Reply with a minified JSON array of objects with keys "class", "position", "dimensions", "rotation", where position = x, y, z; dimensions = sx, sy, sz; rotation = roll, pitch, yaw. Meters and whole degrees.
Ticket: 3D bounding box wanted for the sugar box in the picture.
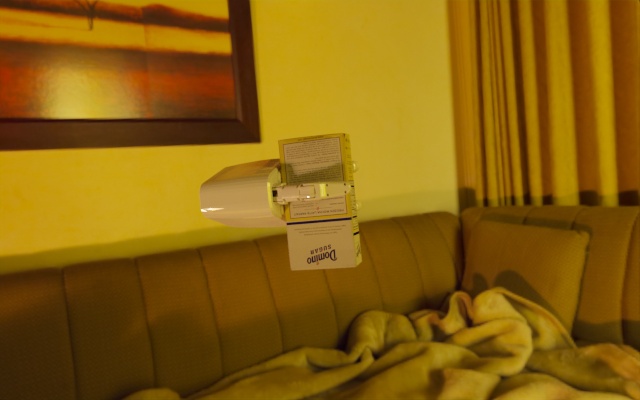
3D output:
[{"class":"sugar box","position":[0.000,0.002,0.641],"dimensions":[0.093,0.176,0.048],"rotation":[-5,3,17]}]
